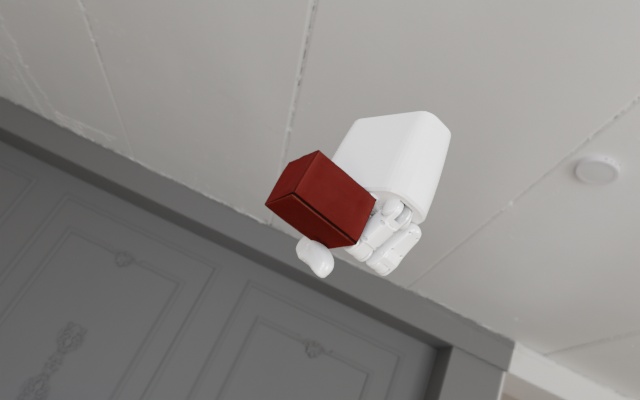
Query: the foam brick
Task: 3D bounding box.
[{"bbox_3d":[0.000,0.001,0.433,0.078,0.051,0.053,39,-29,-23],"label":"foam brick"}]
